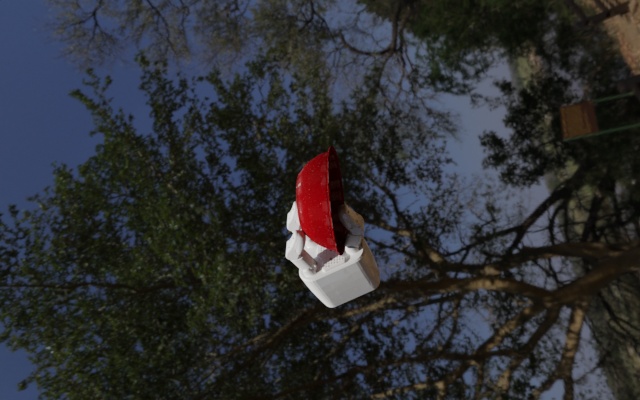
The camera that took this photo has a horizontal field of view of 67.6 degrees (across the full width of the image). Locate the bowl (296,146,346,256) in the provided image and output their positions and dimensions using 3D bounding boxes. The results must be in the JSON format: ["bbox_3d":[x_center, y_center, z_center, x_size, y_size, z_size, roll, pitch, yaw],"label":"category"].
[{"bbox_3d":[-0.001,0.001,0.706,0.055,0.162,0.162,-4,-1,9],"label":"bowl"}]
